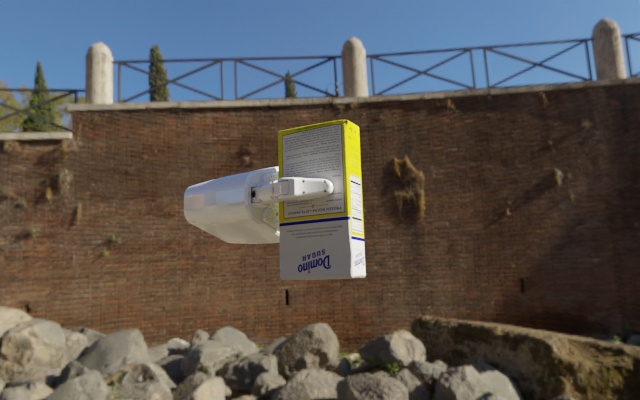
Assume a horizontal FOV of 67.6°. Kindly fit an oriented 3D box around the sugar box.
[{"bbox_3d":[0.000,0.002,0.549,0.093,0.176,0.048,-6,-8,28],"label":"sugar box"}]
